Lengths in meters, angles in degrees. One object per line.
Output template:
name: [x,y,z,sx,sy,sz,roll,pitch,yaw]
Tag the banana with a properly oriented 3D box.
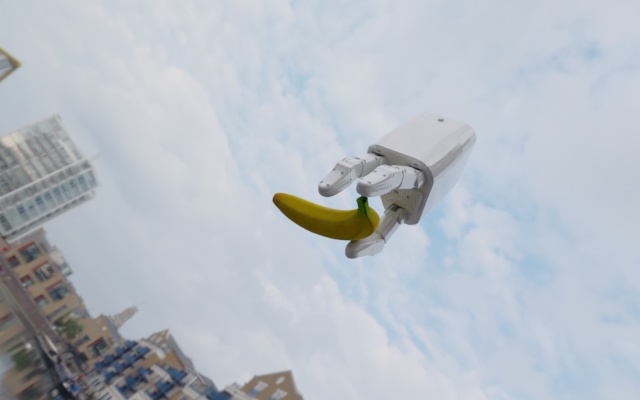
banana: [0.010,0.017,0.583,0.037,0.070,0.198,-39,22,-29]
